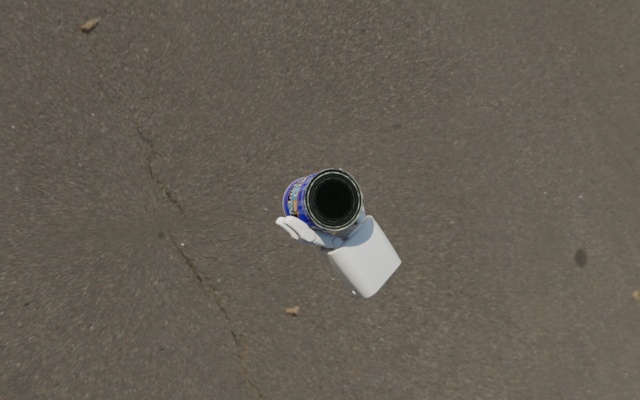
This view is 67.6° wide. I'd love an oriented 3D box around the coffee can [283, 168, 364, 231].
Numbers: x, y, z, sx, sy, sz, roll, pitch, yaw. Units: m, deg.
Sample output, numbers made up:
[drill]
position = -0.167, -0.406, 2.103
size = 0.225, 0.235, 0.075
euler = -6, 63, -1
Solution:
[coffee can]
position = 0.000, 0.003, 0.835
size = 0.103, 0.103, 0.140
euler = 0, -3, -19
